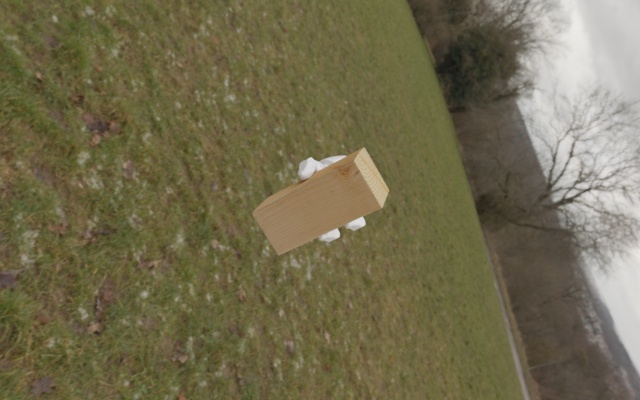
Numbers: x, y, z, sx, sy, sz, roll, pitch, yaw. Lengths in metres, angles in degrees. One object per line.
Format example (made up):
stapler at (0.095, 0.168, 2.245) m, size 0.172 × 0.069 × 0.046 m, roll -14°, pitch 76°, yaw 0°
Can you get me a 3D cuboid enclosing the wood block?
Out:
wood block at (0.000, 0.002, 0.817) m, size 0.206 × 0.091 × 0.090 m, roll -27°, pitch 11°, yaw 23°
